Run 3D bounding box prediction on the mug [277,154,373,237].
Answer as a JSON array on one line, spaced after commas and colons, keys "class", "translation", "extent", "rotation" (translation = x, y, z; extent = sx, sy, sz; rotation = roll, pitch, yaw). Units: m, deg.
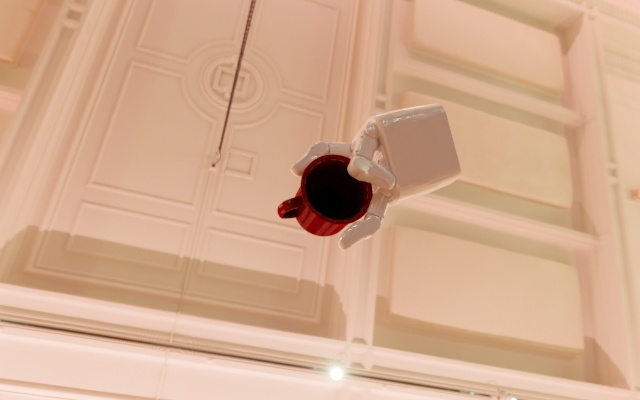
[{"class": "mug", "translation": [-0.001, 0.003, 0.618], "extent": [0.117, 0.093, 0.081], "rotation": [-17, -14, -21]}]
